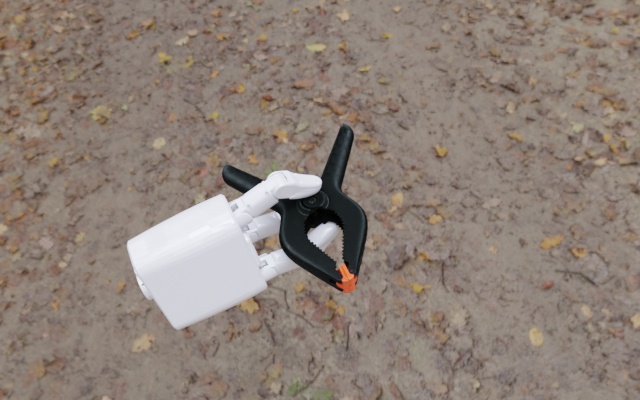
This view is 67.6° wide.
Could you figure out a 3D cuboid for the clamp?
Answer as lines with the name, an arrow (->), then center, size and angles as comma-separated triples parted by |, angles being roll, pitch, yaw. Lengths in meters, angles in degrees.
clamp -> 0.000, 0.002, 0.521 | 0.164, 0.210, 0.036 | -27, -36, -10
